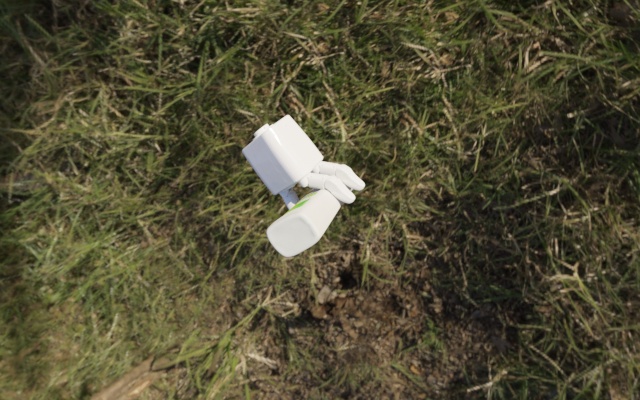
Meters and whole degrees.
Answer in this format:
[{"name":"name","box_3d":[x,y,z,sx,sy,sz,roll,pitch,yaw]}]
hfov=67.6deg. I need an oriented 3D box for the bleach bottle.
[{"name":"bleach bottle","box_3d":[0.000,0.003,0.891,0.102,0.068,0.250,-31,11,34]}]
